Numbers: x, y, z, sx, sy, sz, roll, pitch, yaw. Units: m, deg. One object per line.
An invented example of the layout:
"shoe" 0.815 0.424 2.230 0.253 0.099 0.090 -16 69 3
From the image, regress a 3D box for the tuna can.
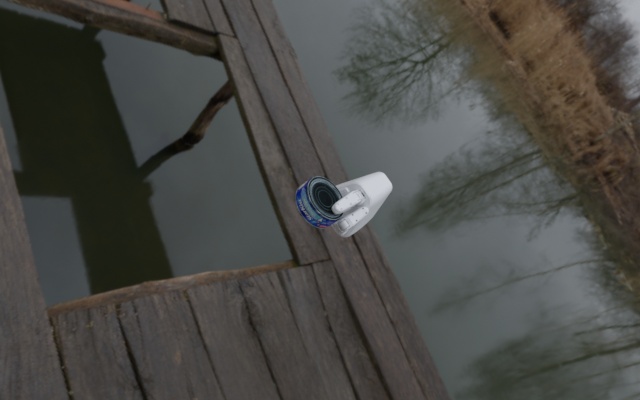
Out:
"tuna can" 0.000 0.002 0.811 0.086 0.086 0.034 0 -27 -46
